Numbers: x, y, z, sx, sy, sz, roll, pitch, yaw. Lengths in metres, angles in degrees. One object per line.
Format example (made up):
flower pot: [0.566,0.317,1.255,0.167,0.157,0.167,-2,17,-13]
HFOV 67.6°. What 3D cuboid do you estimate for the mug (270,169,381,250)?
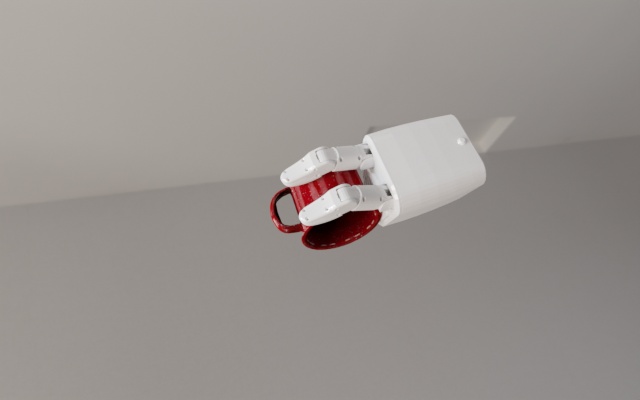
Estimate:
mug: [-0.001,0.002,0.542,0.117,0.081,0.093,-16,-29,-9]
